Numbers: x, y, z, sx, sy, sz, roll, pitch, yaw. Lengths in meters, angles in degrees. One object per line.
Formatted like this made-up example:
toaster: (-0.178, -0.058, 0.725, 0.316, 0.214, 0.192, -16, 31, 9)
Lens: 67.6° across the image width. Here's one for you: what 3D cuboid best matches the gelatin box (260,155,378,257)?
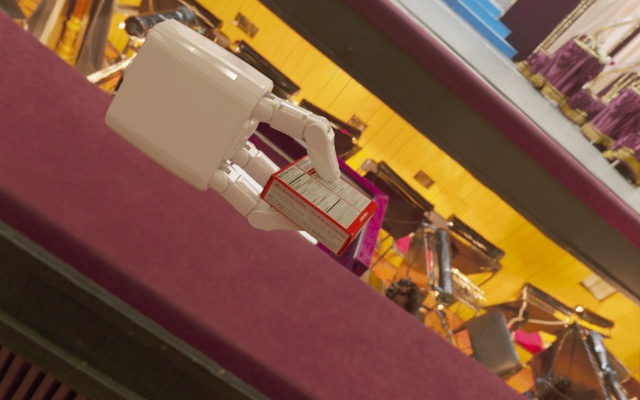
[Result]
gelatin box: (0.001, 0.001, 0.435, 0.089, 0.030, 0.073, 36, 30, 8)
